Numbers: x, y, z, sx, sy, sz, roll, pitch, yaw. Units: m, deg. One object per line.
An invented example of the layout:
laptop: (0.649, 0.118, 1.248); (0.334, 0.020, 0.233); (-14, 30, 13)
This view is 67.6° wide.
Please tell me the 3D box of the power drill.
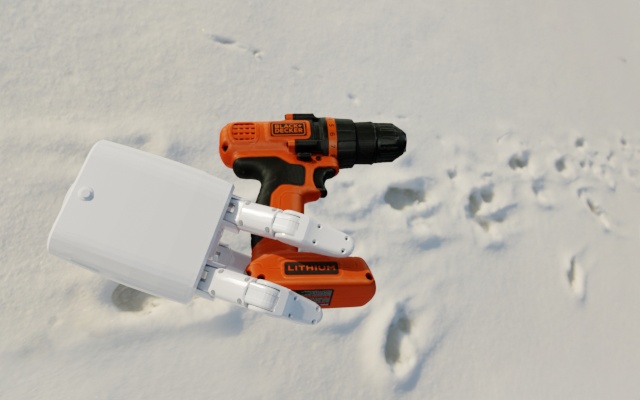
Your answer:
power drill: (0.000, 0.002, 0.432); (0.184, 0.187, 0.057); (-3, -35, -5)
